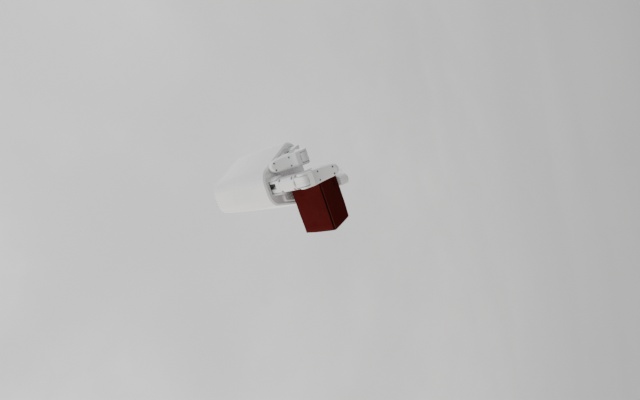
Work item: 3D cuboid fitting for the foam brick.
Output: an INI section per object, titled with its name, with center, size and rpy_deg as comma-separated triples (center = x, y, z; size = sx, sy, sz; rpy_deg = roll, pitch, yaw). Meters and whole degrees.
[foam brick]
center = 0.000, 0.003, 0.714
size = 0.051, 0.078, 0.053
rpy_deg = -11, 14, 31
